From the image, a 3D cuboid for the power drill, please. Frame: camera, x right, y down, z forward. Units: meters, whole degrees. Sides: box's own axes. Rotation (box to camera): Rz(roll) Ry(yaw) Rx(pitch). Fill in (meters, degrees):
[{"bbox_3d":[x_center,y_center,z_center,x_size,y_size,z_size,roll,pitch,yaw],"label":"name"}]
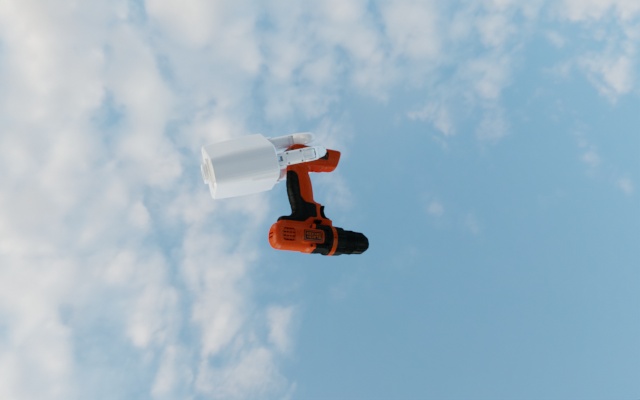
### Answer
[{"bbox_3d":[0.000,0.002,0.831,0.184,0.187,0.057,8,-21,-27],"label":"power drill"}]
